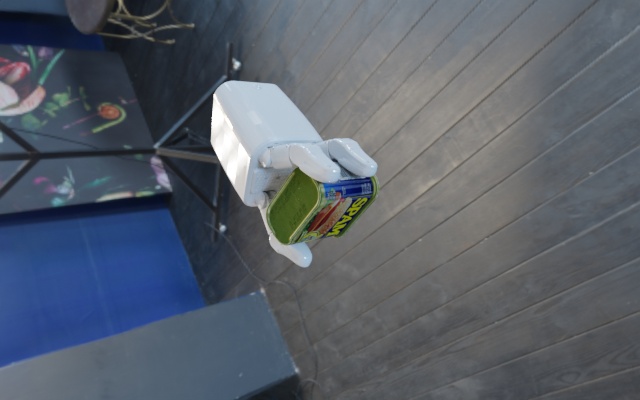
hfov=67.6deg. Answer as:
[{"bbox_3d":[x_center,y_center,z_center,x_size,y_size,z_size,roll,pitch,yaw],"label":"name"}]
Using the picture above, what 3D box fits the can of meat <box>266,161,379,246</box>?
[{"bbox_3d":[0.000,0.002,0.519,0.084,0.057,0.102,-8,-34,-43],"label":"can of meat"}]
